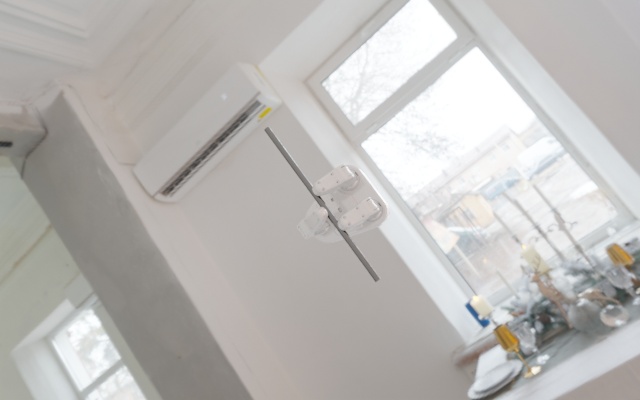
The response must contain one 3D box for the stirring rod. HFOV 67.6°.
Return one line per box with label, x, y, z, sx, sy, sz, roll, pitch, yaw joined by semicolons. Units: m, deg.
stirring rod;0.000;0.002;0.602;0.011;0.239;0.011;-35;-10;-7
